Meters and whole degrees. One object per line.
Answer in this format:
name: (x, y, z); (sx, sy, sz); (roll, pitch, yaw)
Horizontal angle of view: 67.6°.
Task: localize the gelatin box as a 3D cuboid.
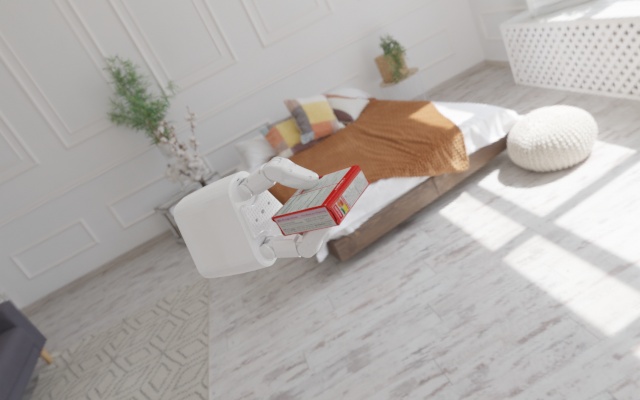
gelatin box: (0.000, 0.001, 0.518); (0.089, 0.030, 0.073); (-16, 26, 45)
